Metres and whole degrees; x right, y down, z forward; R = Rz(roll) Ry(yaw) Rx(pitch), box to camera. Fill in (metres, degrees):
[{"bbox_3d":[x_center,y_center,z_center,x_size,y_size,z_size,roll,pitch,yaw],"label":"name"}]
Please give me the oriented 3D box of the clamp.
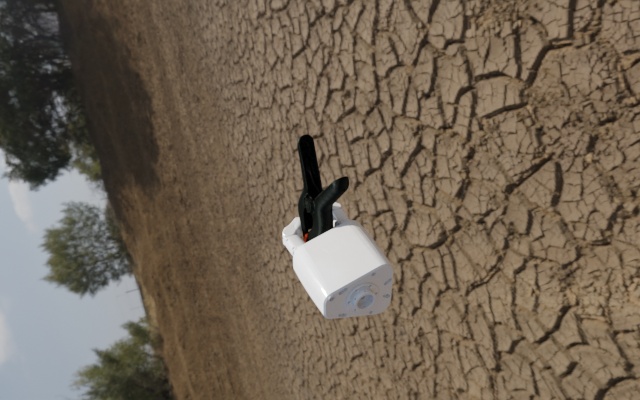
[{"bbox_3d":[-0.001,0.002,0.693,0.039,0.172,0.120,-14,36,-19],"label":"clamp"}]
